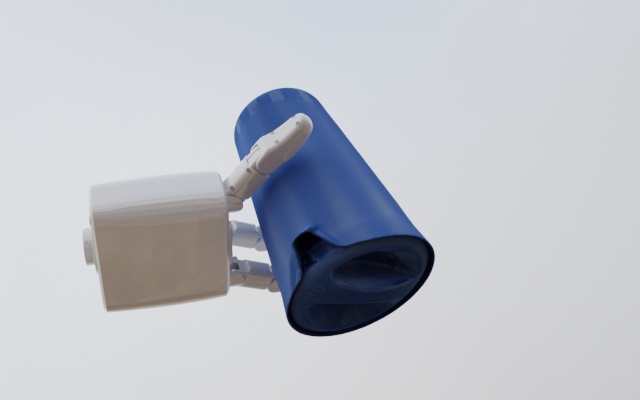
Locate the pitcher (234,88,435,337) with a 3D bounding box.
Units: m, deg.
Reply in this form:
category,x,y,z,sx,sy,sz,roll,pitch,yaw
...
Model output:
category,x,y,z,sx,sy,sz,roll,pitch,yaw
pitcher,0.000,0.002,0.473,0.145,0.149,0.242,-8,46,-21
